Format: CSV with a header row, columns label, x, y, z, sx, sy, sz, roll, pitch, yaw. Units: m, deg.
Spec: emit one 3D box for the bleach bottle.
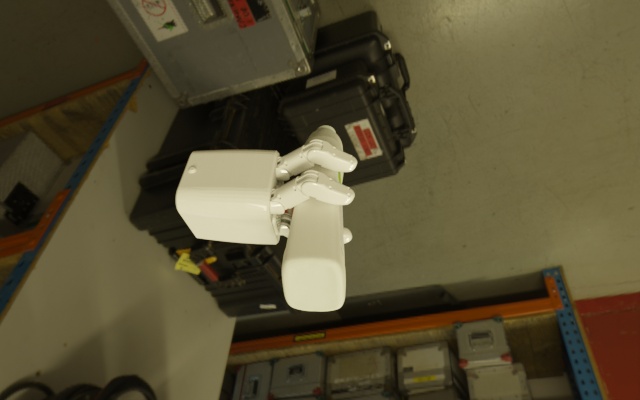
label,x,y,z,sx,sy,sz,roll,pitch,yaw
bleach bottle,0.000,0.002,0.589,0.068,0.250,0.103,1,-44,4
